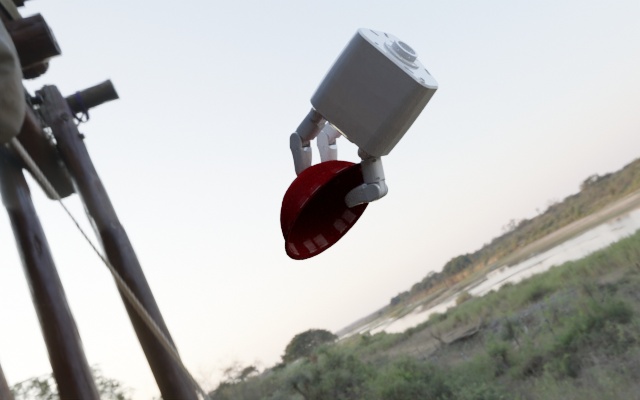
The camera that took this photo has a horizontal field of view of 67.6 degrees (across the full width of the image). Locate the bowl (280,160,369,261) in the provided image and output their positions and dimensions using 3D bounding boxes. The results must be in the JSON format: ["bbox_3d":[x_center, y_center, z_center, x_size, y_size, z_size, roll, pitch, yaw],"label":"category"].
[{"bbox_3d":[-0.001,0.003,0.634,0.055,0.162,0.162,42,22,27],"label":"bowl"}]
